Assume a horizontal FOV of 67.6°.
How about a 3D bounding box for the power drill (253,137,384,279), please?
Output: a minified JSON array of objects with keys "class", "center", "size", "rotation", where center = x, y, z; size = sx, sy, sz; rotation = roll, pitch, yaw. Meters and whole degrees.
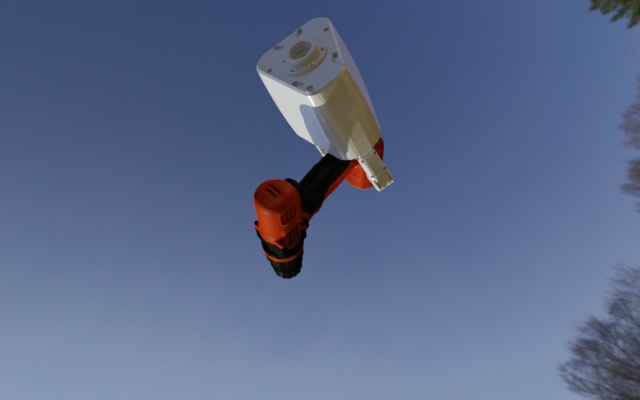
[{"class":"power drill","center":[0.000,0.001,0.600],"size":[0.057,0.187,0.185],"rotation":[36,-26,22]}]
